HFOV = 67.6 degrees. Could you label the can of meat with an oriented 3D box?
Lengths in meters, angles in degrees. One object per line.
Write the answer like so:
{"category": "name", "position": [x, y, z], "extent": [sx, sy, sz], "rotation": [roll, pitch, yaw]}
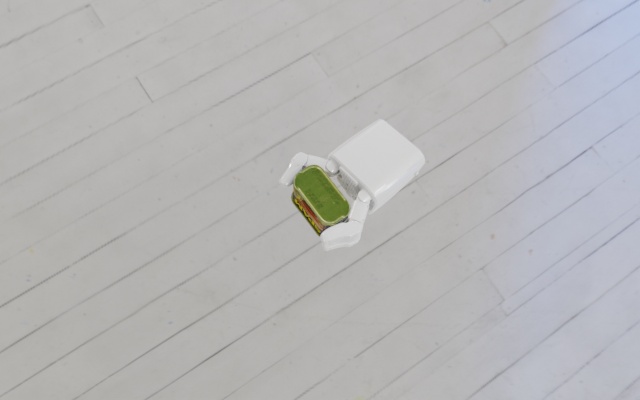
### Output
{"category": "can of meat", "position": [0.000, 0.002, 0.736], "extent": [0.057, 0.102, 0.084], "rotation": [-36, -11, -12]}
